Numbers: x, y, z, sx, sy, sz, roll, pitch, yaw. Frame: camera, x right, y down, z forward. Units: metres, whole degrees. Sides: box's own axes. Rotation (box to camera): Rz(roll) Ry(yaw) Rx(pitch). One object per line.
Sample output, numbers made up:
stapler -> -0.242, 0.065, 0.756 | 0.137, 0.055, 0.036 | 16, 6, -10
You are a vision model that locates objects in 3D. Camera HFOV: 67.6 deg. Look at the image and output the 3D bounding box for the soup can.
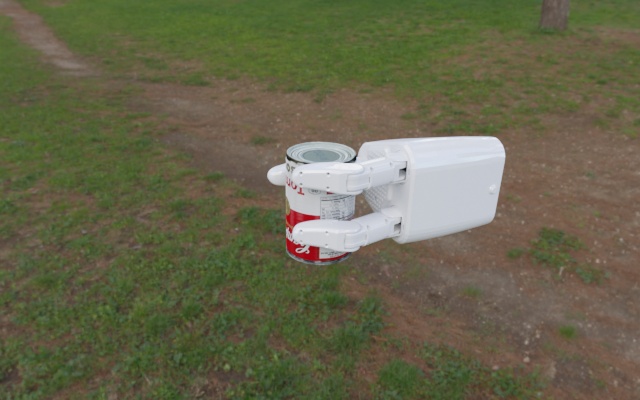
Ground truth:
soup can -> 0.000, 0.001, 0.461 | 0.068, 0.102, 0.068 | 1, 24, -1
